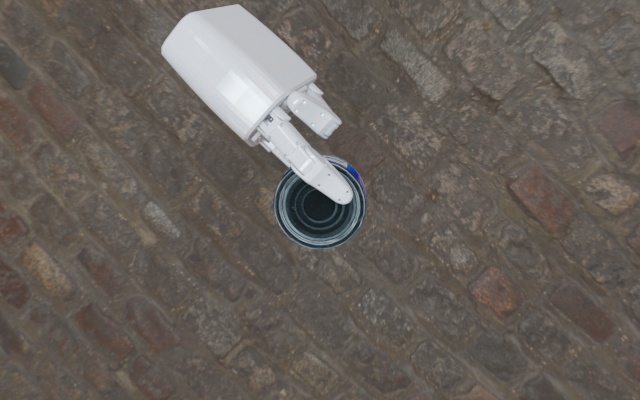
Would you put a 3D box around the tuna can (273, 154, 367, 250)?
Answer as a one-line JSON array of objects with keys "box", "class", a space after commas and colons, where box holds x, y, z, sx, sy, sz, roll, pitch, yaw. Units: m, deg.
[{"box": [0.000, 0.002, 0.443, 0.086, 0.086, 0.033, 0, 14, 4], "class": "tuna can"}]
